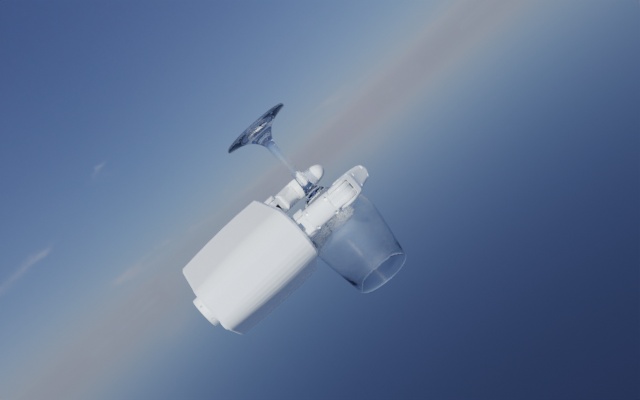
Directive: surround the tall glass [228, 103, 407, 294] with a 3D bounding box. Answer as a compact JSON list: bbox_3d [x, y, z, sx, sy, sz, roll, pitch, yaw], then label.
[{"bbox_3d":[0.000,0.001,0.488,0.079,0.201,0.079,-41,4,4],"label":"tall glass"}]
